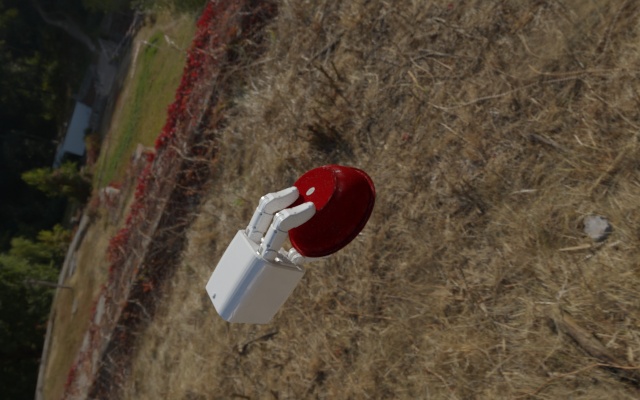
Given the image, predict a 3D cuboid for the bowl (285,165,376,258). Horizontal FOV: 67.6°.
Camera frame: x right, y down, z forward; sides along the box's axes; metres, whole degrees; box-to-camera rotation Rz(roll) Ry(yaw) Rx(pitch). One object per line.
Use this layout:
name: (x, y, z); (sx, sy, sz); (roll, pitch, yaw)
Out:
bowl: (0.001, 0.001, 0.718); (0.162, 0.162, 0.055); (0, -32, 42)
